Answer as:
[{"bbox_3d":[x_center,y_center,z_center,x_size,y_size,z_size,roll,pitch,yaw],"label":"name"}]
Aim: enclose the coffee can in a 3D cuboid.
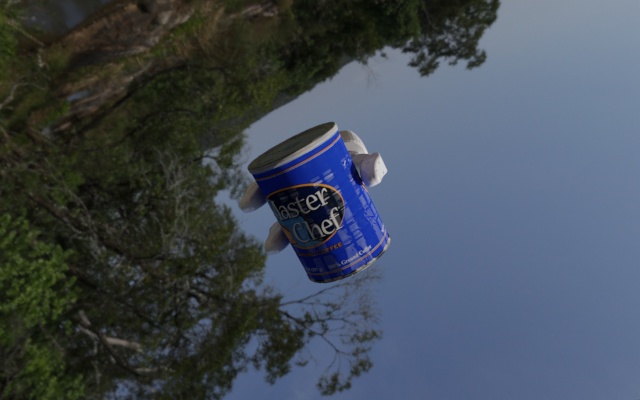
[{"bbox_3d":[0.000,0.002,0.512,0.103,0.140,0.102,-25,16,8],"label":"coffee can"}]
